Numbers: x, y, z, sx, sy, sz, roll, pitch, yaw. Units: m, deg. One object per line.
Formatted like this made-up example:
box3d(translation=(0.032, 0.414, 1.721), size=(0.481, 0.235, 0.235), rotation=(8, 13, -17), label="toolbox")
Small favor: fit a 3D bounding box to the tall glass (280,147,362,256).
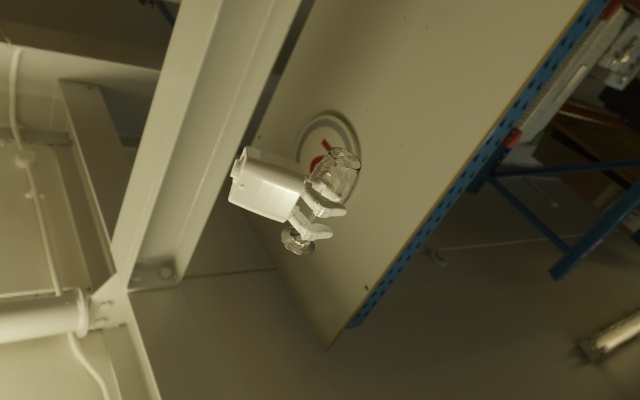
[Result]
box3d(translation=(0.000, 0.003, 0.854), size=(0.079, 0.201, 0.079), rotation=(22, 32, -14), label="tall glass")
